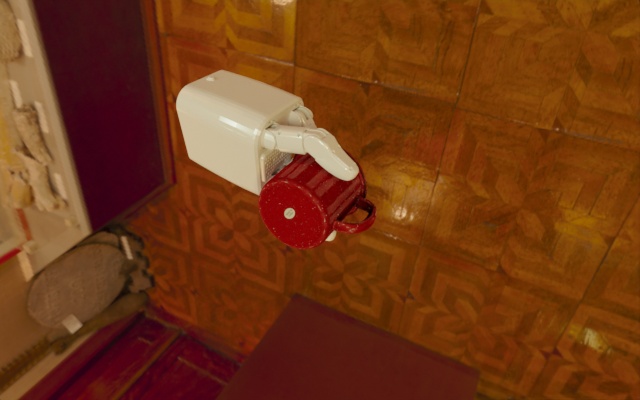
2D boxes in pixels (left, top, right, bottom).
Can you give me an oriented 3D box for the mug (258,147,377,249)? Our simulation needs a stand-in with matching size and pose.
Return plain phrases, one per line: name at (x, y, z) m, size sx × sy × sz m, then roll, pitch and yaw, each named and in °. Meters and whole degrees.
mug at (0.001, 0.002, 0.490) m, size 0.117 × 0.093 × 0.081 m, roll 25°, pitch 39°, yaw 17°
